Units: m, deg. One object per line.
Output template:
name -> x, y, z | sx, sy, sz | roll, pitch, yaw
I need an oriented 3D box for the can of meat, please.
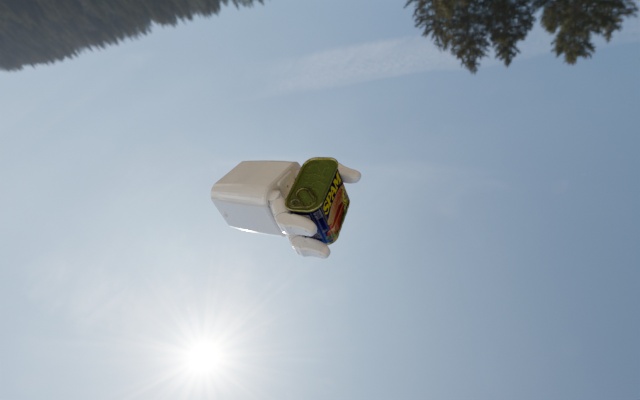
can of meat -> 0.000, 0.002, 0.691 | 0.057, 0.102, 0.084 | 3, -40, 25
